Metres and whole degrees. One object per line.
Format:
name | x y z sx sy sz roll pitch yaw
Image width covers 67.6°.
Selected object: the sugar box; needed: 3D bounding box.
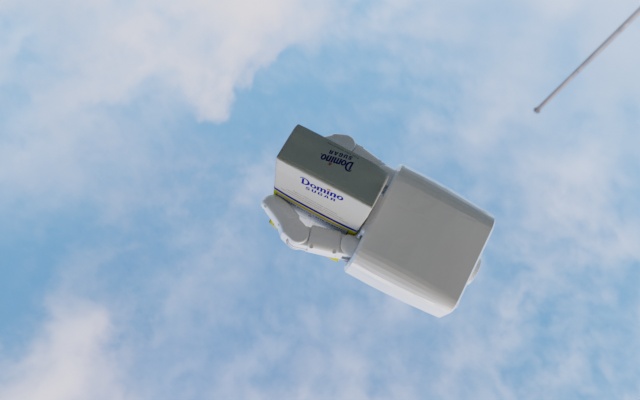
sugar box | 0.000 0.001 0.478 0.093 0.048 0.176 28 -25 3
